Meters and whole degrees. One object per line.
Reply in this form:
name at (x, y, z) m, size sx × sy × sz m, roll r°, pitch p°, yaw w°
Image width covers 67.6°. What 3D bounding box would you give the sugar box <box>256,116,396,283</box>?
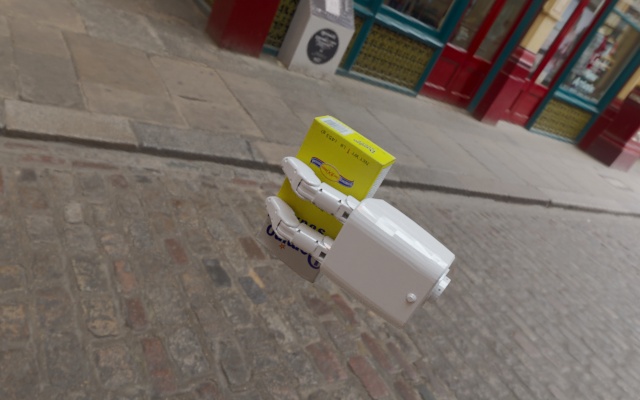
sugar box at (0.000, 0.002, 0.545) m, size 0.093 × 0.176 × 0.048 m, roll 36°, pitch 27°, yaw 16°
